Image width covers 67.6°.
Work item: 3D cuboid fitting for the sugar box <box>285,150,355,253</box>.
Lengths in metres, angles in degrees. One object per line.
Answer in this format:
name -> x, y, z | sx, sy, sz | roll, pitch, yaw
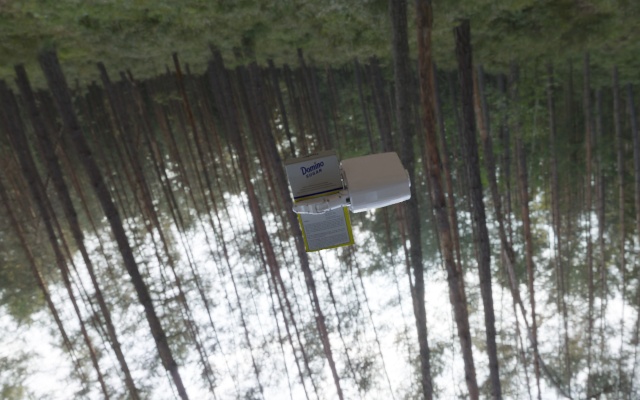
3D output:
sugar box -> 0.000, 0.003, 0.865 | 0.093, 0.176, 0.048 | -11, 18, 2
